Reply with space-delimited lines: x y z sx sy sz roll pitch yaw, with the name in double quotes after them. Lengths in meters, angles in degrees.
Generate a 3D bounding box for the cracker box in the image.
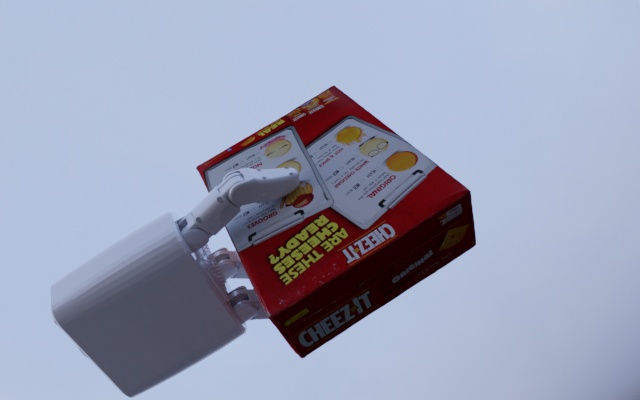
0.000 0.001 0.416 0.164 0.072 0.213 -32 42 -7 "cracker box"
